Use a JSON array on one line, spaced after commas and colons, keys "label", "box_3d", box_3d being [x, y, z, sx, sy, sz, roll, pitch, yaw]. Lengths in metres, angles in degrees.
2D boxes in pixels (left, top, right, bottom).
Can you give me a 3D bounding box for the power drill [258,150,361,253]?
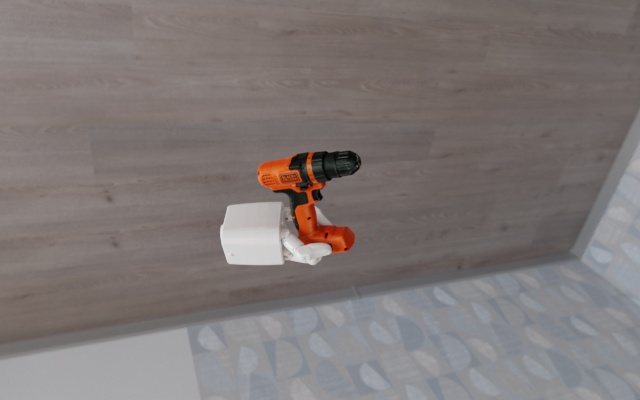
[{"label": "power drill", "box_3d": [0.000, 0.003, 0.828, 0.184, 0.188, 0.057, -5, 29, 26]}]
